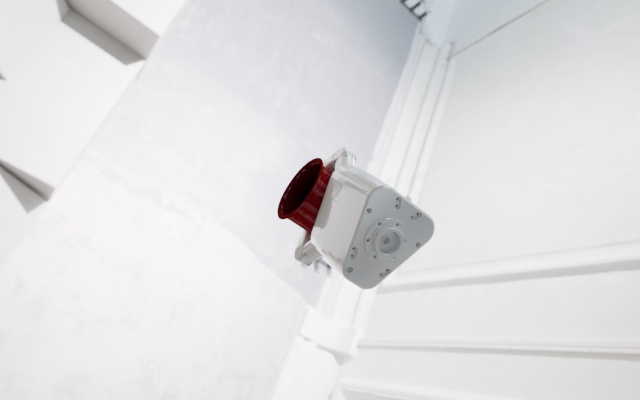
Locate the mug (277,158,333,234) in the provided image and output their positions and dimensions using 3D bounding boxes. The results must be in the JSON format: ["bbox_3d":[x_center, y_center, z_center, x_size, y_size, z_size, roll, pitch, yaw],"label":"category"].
[{"bbox_3d":[0.000,0.002,0.634,0.081,0.093,0.117,34,2,-22],"label":"mug"}]
